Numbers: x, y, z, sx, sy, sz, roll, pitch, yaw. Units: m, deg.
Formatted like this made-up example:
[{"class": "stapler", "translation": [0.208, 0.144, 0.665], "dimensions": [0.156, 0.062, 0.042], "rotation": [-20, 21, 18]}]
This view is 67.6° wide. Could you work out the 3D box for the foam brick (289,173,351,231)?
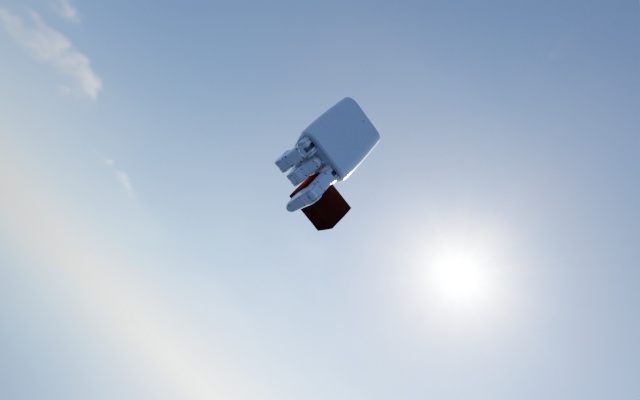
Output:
[{"class": "foam brick", "translation": [0.000, 0.003, 0.764], "dimensions": [0.051, 0.078, 0.053], "rotation": [-45, 16, -24]}]
